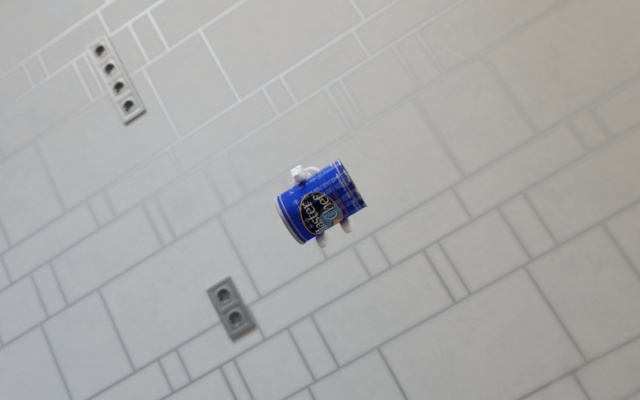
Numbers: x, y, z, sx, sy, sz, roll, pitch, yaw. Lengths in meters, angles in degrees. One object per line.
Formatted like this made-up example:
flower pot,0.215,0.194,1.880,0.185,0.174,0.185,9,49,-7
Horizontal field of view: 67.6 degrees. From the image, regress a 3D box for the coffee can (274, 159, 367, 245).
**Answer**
coffee can,0.000,0.003,0.877,0.140,0.103,0.103,-31,-4,6
